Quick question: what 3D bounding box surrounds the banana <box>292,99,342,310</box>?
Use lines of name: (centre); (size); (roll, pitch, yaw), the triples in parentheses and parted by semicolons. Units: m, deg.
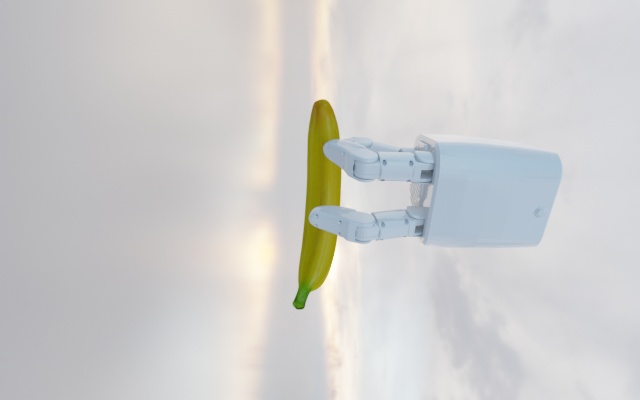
banana: (0.001, 0.003, 0.471); (0.037, 0.198, 0.069); (5, 5, 4)
